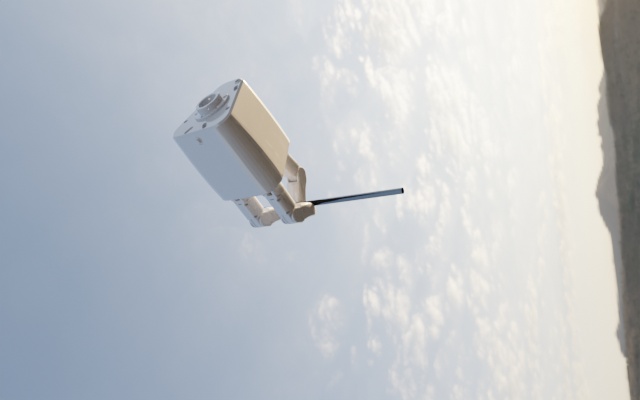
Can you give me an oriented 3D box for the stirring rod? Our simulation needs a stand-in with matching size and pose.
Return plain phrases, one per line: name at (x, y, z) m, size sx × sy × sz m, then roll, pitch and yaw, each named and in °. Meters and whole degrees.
stirring rod at (0.000, 0.002, 0.638) m, size 0.239 × 0.011 × 0.011 m, roll -8°, pitch -5°, yaw 34°
